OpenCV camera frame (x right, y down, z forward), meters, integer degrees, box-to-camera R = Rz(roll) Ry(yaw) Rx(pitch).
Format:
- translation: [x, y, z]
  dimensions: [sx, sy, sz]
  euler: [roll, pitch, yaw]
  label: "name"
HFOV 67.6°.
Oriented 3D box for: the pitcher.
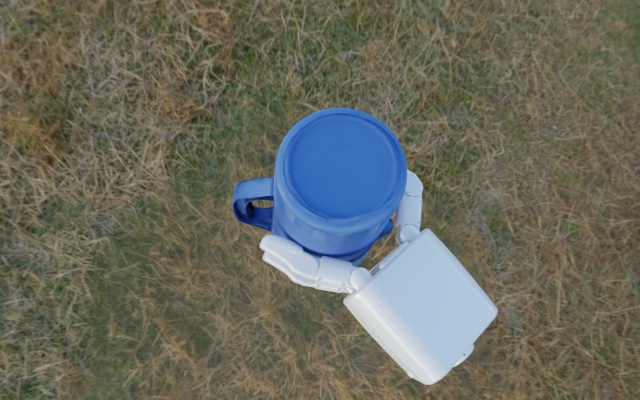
- translation: [0.000, 0.002, 0.491]
  dimensions: [0.149, 0.145, 0.243]
  euler: [-38, -9, -11]
  label: "pitcher"
